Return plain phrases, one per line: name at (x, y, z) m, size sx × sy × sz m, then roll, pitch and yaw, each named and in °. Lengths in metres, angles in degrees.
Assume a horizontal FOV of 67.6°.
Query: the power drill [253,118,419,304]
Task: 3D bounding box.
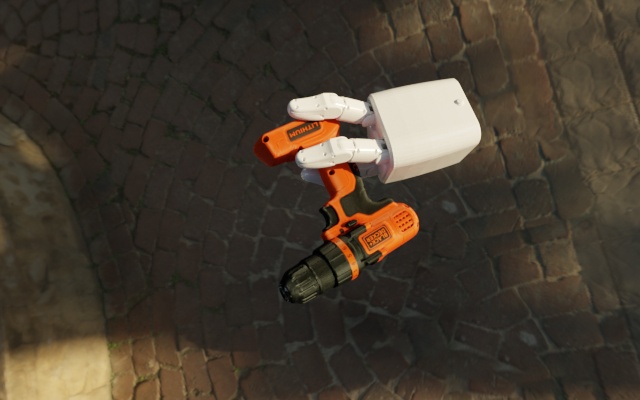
power drill at (0.000, 0.001, 0.545) m, size 0.184 × 0.187 × 0.057 m, roll -28°, pitch -4°, yaw -25°
